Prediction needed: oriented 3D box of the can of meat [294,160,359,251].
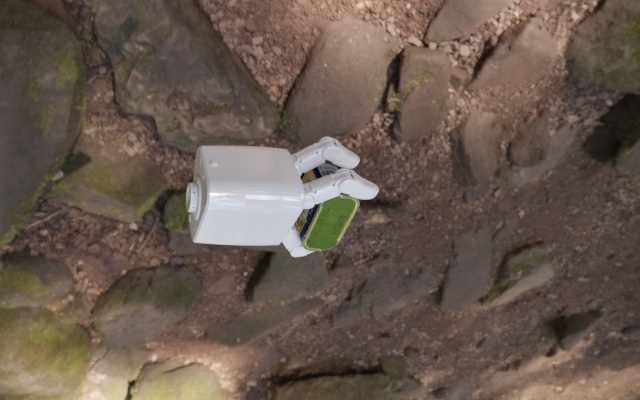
[{"bbox_3d":[0.000,0.002,0.607,0.057,0.102,0.084,4,40,-27],"label":"can of meat"}]
